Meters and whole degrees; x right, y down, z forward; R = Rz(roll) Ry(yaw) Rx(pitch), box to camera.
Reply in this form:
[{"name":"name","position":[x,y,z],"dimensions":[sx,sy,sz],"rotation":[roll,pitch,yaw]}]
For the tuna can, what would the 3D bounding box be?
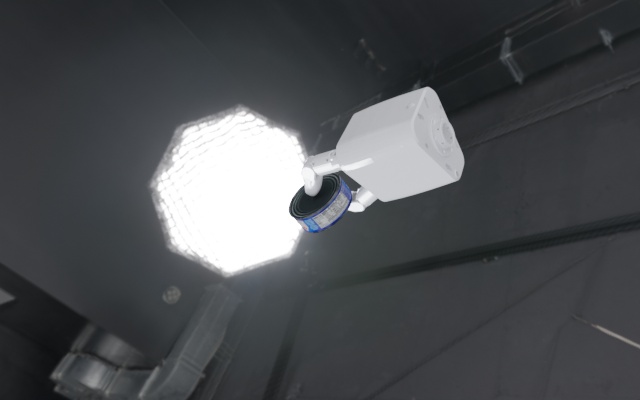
[{"name":"tuna can","position":[0.000,0.003,0.649],"dimensions":[0.086,0.086,0.034],"rotation":[0,-42,49]}]
